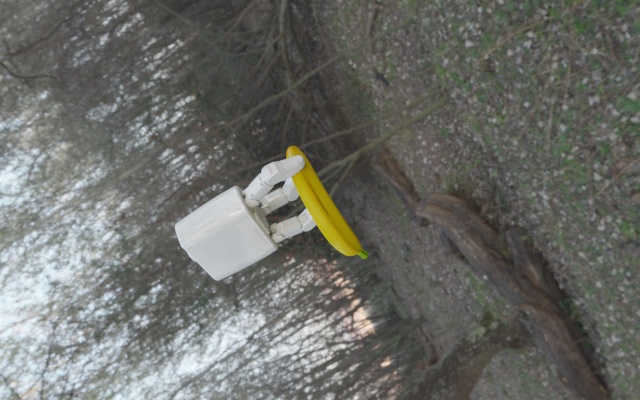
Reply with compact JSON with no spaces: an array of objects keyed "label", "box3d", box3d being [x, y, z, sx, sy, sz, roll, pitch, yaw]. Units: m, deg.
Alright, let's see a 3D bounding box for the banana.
[{"label":"banana","box3d":[-0.001,0.004,0.669,0.037,0.198,0.069,-33,-8,4]}]
